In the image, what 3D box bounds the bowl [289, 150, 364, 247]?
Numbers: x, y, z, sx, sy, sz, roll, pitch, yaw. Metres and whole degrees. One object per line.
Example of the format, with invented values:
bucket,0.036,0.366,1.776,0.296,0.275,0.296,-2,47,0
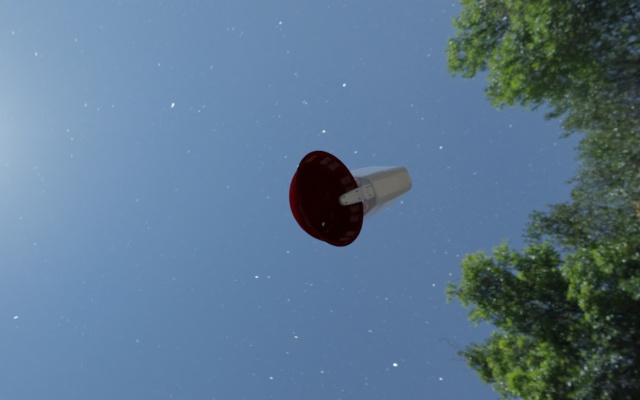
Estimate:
bowl,-0.001,0.003,0.783,0.055,0.162,0.162,-21,-13,38
